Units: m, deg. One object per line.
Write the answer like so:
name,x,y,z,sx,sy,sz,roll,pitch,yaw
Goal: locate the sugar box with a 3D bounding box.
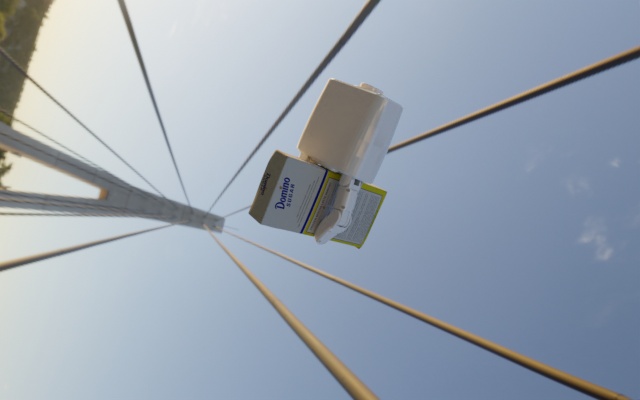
sugar box,0.000,0.002,0.641,0.176,0.093,0.048,18,9,-35
